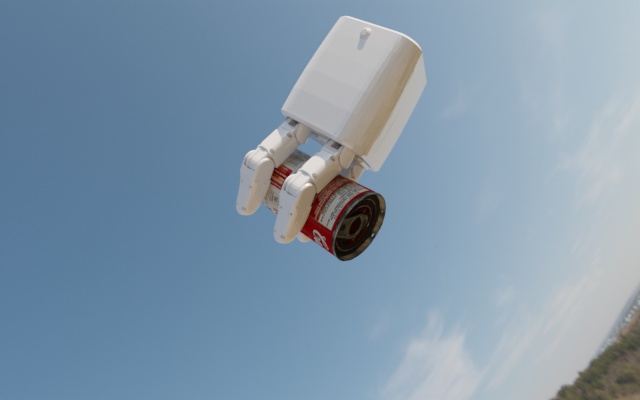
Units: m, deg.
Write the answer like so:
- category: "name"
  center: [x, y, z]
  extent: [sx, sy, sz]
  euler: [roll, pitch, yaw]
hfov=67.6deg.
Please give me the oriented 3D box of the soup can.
- category: "soup can"
  center: [0.000, 0.002, 0.445]
  extent: [0.102, 0.068, 0.068]
  euler: [32, 19, 34]
